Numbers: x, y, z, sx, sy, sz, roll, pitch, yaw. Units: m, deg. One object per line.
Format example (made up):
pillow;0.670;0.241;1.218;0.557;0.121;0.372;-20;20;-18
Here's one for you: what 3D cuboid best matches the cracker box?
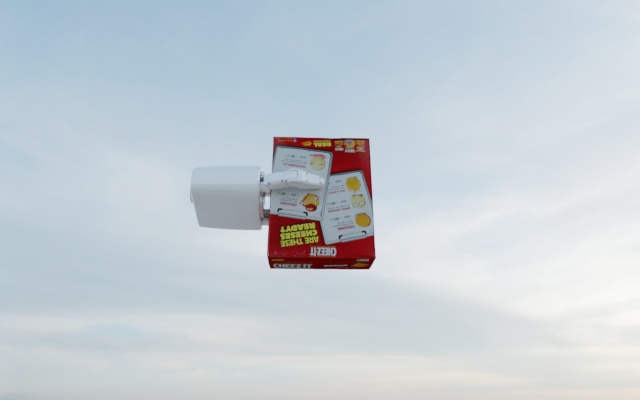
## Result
cracker box;0.000;0.002;0.777;0.164;0.213;0.072;1;-26;-2
